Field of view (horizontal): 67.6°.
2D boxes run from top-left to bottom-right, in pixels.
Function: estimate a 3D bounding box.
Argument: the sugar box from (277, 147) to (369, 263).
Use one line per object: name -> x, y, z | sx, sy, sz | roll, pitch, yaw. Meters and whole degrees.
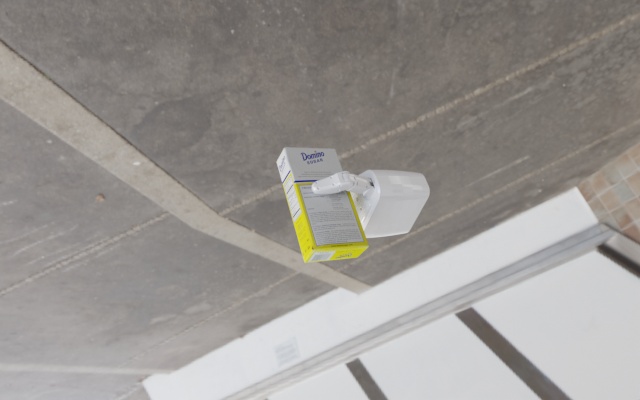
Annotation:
sugar box -> 0.000, 0.003, 0.720 | 0.093, 0.176, 0.048 | -1, -33, -28
